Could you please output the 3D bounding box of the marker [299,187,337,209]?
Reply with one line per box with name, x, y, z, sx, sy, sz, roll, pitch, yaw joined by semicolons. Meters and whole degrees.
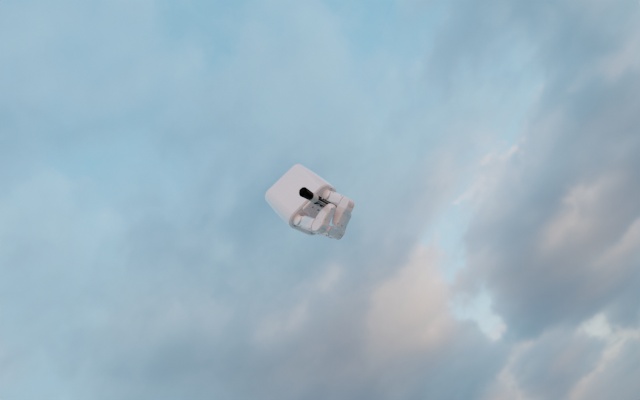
marker;0.000;0.003;0.890;0.020;0.020;0.121;0;-20;38
